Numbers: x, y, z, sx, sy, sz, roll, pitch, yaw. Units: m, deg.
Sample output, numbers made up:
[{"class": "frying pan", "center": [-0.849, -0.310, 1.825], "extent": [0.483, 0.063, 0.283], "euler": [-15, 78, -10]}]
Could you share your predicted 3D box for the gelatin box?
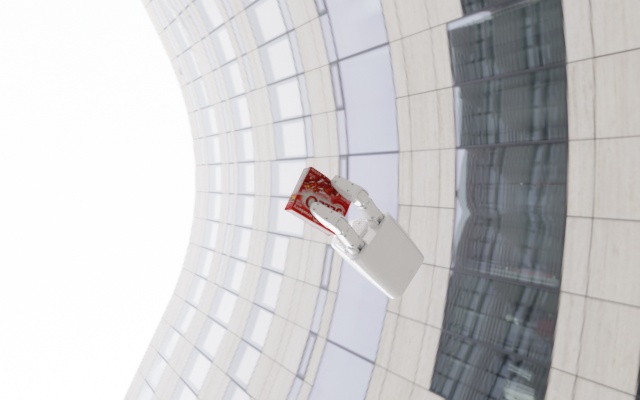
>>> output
[{"class": "gelatin box", "center": [0.000, 0.002, 0.723], "extent": [0.089, 0.073, 0.030], "euler": [32, -17, -22]}]
